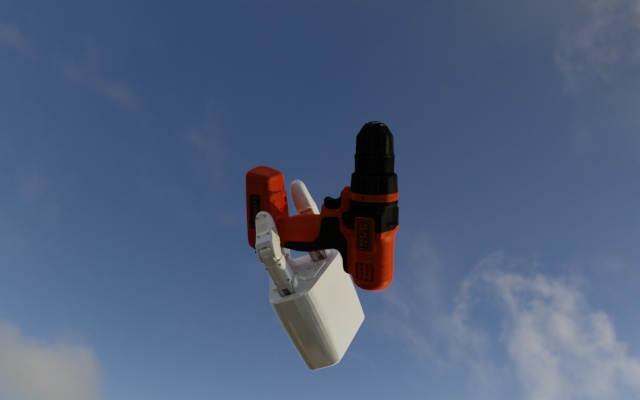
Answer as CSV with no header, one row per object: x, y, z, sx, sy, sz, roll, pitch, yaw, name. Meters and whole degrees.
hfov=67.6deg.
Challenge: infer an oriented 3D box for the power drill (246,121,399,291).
0.000,0.002,0.552,0.187,0.184,0.057,6,11,33,power drill
